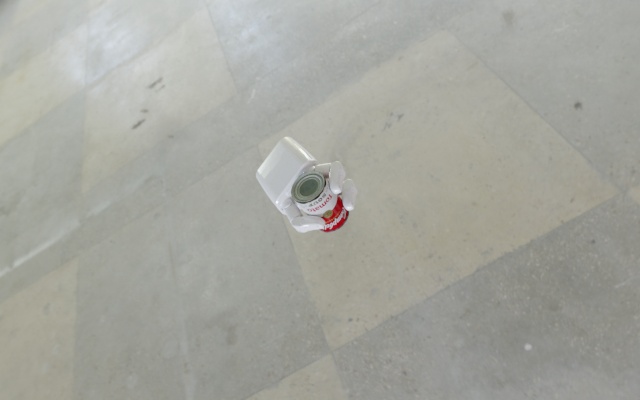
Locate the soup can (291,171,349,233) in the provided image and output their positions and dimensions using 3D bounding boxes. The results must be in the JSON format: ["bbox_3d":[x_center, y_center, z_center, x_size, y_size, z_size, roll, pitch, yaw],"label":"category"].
[{"bbox_3d":[0.000,0.003,0.844,0.068,0.068,0.102,0,-33,30],"label":"soup can"}]
